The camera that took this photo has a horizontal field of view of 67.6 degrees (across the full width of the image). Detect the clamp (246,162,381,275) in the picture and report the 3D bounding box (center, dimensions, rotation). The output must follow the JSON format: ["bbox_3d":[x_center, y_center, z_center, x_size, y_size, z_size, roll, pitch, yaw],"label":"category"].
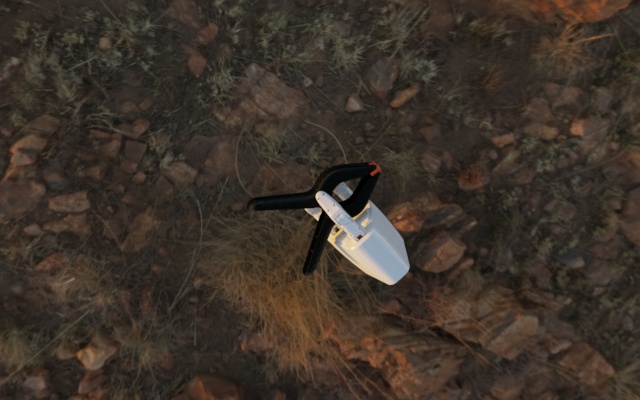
[{"bbox_3d":[0.001,0.003,0.751,0.165,0.210,0.036,45,4,-26],"label":"clamp"}]
